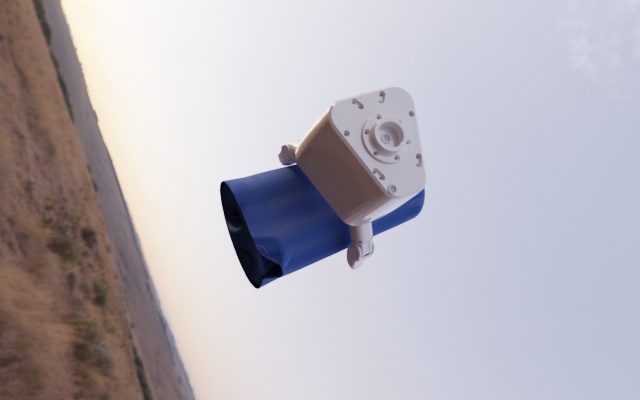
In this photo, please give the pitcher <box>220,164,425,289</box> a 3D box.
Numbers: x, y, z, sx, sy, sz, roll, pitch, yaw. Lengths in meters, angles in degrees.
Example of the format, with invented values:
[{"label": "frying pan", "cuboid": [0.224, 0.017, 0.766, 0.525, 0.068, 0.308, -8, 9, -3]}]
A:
[{"label": "pitcher", "cuboid": [0.000, 0.002, 0.608, 0.243, 0.149, 0.145, -18, -10, -21]}]
